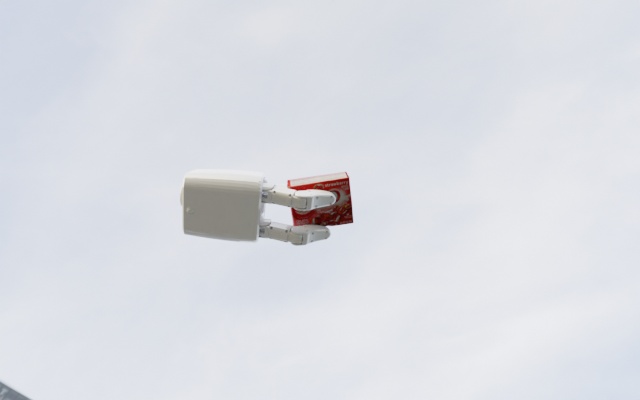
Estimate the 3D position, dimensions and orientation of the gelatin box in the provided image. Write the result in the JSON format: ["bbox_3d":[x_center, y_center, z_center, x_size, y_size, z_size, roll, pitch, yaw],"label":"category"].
[{"bbox_3d":[0.000,0.002,0.688,0.089,0.073,0.030,-9,24,-3],"label":"gelatin box"}]
